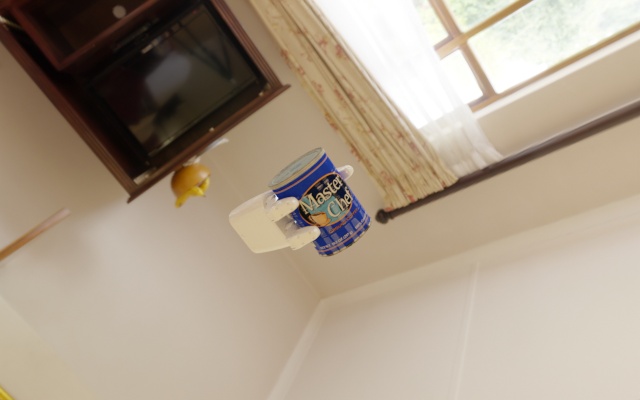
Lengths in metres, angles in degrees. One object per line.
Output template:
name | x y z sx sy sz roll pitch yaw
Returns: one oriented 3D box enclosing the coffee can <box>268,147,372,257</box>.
coffee can | 0.000 0.002 0.749 0.103 0.140 0.102 -33 15 10
